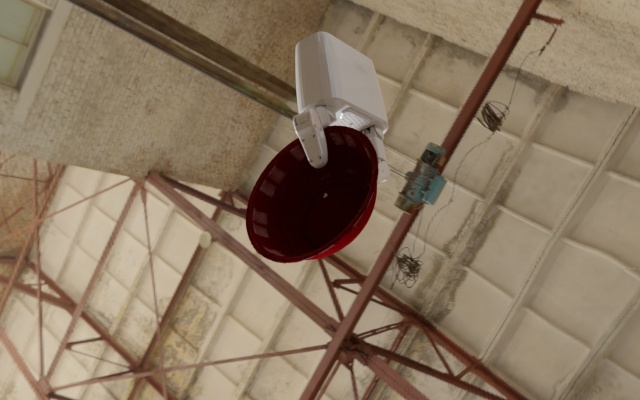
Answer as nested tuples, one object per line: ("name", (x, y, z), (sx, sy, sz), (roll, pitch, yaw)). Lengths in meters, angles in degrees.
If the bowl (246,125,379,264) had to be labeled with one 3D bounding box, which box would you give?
("bowl", (0.000, 0.003, 0.503), (0.162, 0.162, 0.055), (0, -30, 38))
